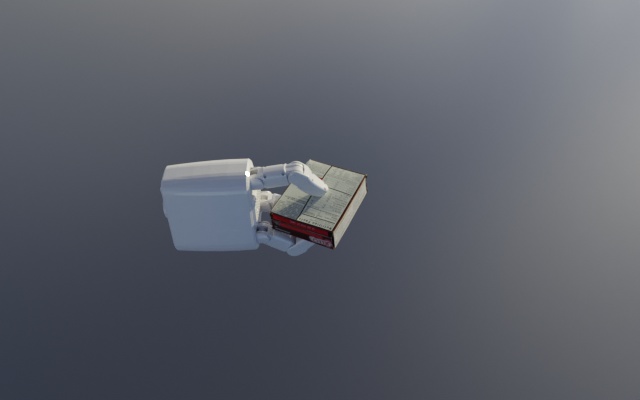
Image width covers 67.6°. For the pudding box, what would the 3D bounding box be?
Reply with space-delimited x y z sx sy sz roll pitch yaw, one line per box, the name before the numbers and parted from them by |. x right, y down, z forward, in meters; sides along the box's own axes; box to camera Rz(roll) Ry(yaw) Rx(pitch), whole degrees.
pudding box | 0.000 0.002 0.620 0.090 0.113 0.039 18 -38 20
